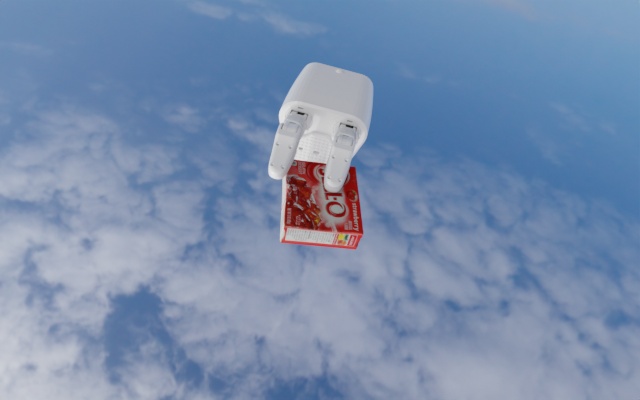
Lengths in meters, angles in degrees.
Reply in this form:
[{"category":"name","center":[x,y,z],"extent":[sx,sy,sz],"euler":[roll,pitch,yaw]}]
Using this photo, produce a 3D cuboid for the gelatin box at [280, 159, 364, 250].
[{"category":"gelatin box","center":[0.000,0.002,0.461],"extent":[0.073,0.089,0.030],"euler":[7,-42,-9]}]
